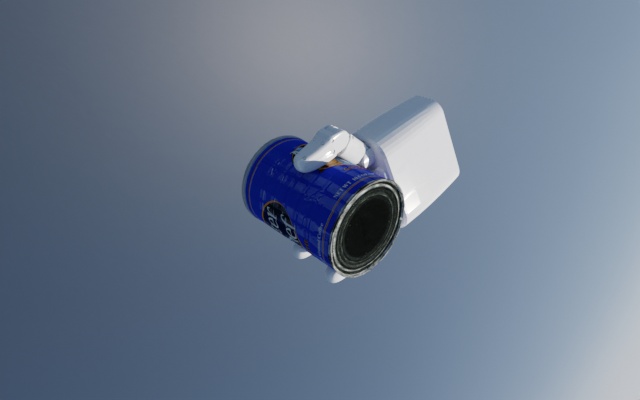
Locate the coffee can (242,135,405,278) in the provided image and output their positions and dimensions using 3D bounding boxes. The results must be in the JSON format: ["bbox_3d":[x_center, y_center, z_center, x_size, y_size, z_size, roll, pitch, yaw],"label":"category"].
[{"bbox_3d":[0.000,0.002,0.494,0.103,0.103,0.140,0,22,-46],"label":"coffee can"}]
